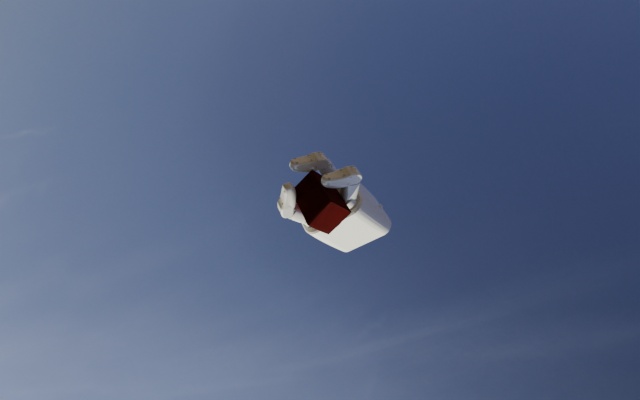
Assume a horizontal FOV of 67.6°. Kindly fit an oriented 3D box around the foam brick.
[{"bbox_3d":[0.000,0.003,0.721,0.051,0.053,0.078,29,23,-44],"label":"foam brick"}]
